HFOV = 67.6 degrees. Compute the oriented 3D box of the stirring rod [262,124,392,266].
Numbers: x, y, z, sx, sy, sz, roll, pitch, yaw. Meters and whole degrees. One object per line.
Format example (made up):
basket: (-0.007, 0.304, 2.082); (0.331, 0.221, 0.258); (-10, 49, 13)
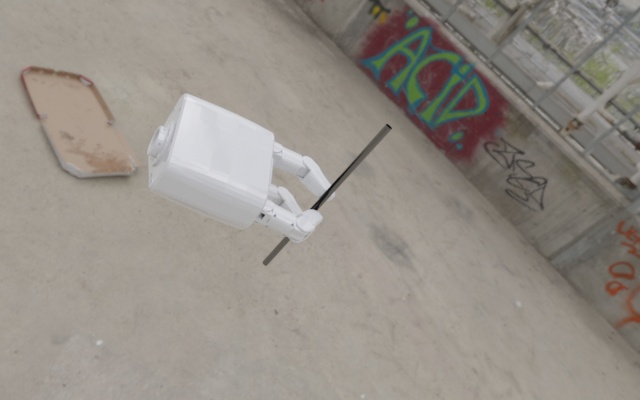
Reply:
stirring rod: (0.000, 0.002, 0.551); (0.011, 0.011, 0.240); (0, -41, -51)
